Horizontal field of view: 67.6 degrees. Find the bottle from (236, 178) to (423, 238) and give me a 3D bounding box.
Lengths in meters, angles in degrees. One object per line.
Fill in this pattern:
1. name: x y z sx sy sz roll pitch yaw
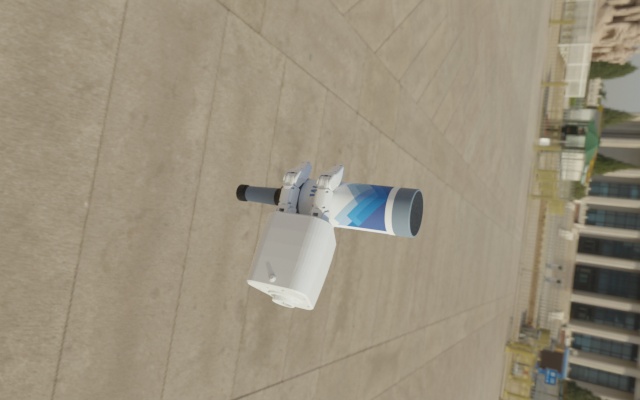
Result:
1. bottle: 0.000 0.002 0.713 0.295 0.069 0.069 7 3 27
